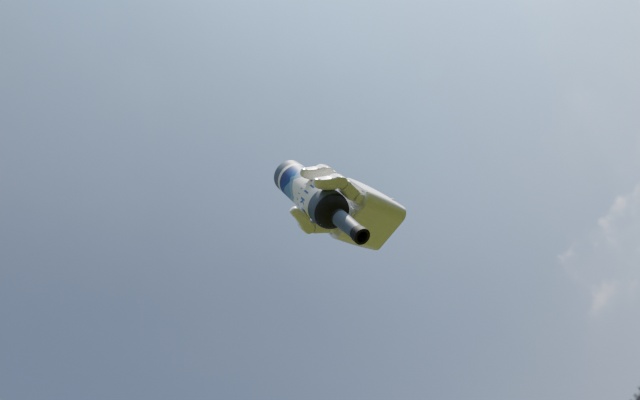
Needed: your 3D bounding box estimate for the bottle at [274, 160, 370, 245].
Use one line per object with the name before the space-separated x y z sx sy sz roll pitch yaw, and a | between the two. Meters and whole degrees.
bottle | 0.000 0.003 0.842 0.069 0.069 0.295 0 21 -28
